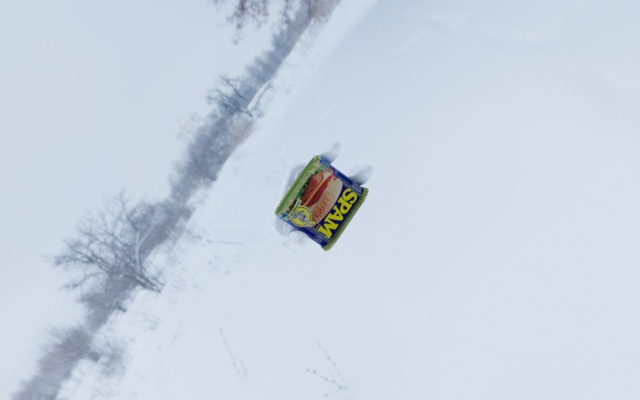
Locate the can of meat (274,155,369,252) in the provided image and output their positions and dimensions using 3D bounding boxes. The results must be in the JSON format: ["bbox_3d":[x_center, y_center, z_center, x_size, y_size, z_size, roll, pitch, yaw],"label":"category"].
[{"bbox_3d":[0.000,0.002,0.636,0.084,0.102,0.057,35,-1,-12],"label":"can of meat"}]
